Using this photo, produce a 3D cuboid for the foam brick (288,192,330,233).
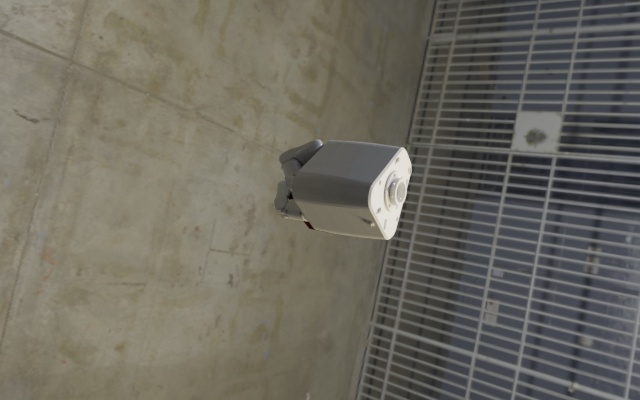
[{"bbox_3d":[0.000,0.002,0.673,0.051,0.053,0.078,8,-33,33],"label":"foam brick"}]
